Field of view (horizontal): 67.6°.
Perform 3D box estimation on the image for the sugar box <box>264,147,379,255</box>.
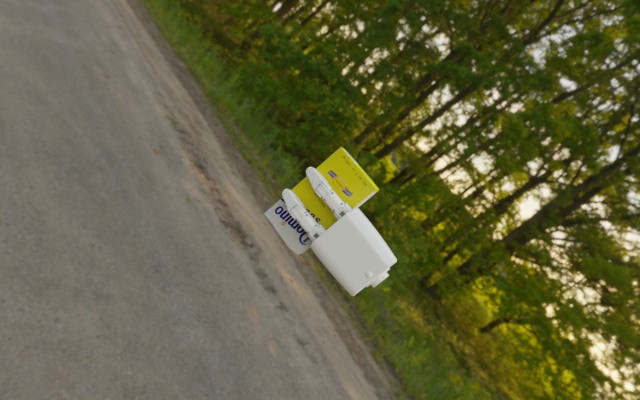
[{"bbox_3d":[0.000,0.003,0.801,0.176,0.093,0.048,-41,-11,10],"label":"sugar box"}]
